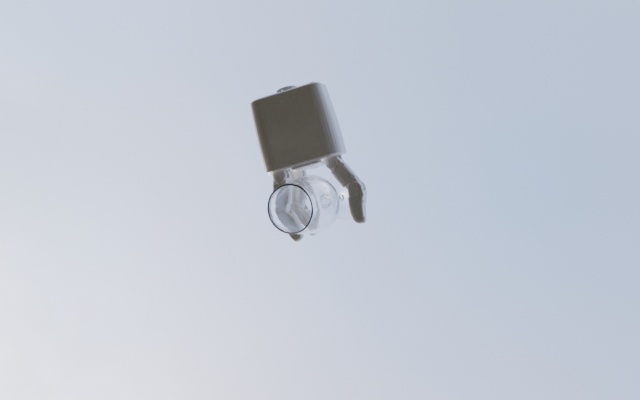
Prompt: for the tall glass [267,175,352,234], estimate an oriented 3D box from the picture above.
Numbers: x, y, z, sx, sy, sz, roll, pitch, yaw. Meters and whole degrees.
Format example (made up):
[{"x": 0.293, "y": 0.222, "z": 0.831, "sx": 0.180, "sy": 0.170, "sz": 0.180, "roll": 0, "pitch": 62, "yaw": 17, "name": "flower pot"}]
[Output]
[{"x": 0.000, "y": 0.002, "z": 0.668, "sx": 0.079, "sy": 0.079, "sz": 0.201, "roll": 0, "pitch": 5, "yaw": 22, "name": "tall glass"}]
